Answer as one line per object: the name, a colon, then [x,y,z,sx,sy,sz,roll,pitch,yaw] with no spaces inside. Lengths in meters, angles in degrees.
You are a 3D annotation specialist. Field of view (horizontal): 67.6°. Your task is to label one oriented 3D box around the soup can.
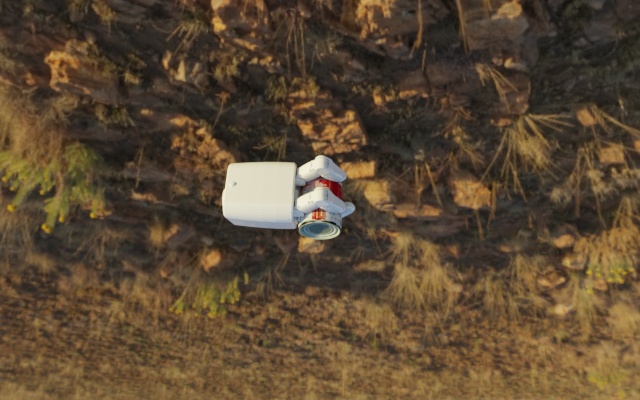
soup can: [0.001,0.003,0.756,0.068,0.102,0.068,2,-28,1]
